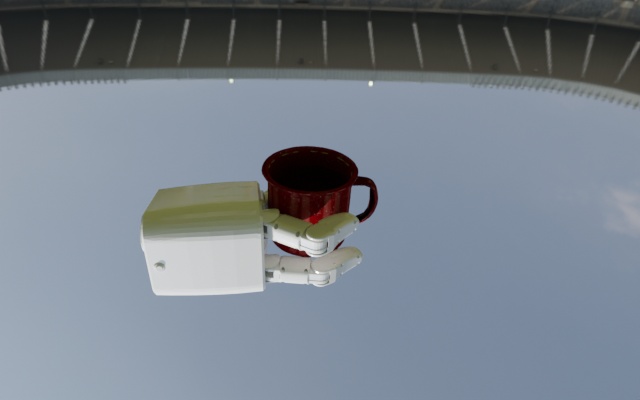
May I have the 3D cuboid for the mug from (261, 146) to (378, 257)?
[{"bbox_3d":[0.001,0.002,0.483,0.117,0.082,0.093,-3,34,-9],"label":"mug"}]
